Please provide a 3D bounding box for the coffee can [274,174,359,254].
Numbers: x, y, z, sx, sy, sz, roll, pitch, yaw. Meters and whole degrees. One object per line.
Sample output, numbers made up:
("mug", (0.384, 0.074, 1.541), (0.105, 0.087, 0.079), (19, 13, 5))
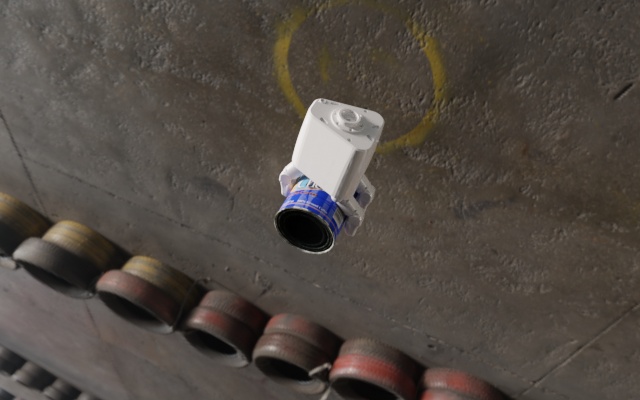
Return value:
("coffee can", (0.000, 0.003, 0.785), (0.103, 0.103, 0.140), (0, 42, 30))
